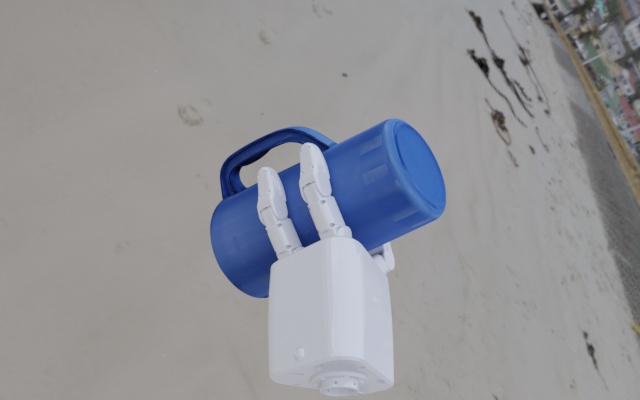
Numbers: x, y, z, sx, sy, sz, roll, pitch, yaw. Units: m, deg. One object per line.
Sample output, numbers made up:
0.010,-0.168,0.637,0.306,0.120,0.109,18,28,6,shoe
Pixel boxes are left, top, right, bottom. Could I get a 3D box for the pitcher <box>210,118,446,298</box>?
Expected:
0.000,0.002,0.518,0.243,0.145,0.149,-27,-44,32,pitcher
